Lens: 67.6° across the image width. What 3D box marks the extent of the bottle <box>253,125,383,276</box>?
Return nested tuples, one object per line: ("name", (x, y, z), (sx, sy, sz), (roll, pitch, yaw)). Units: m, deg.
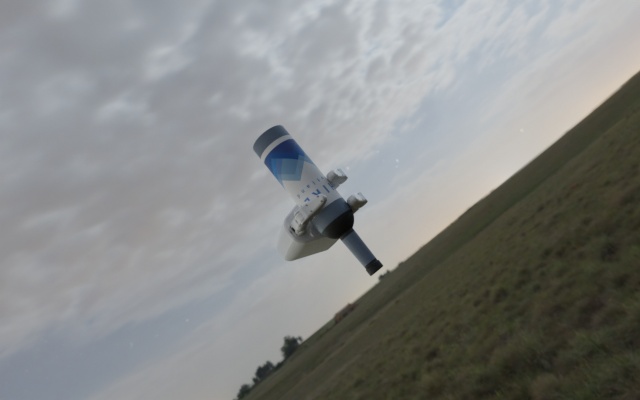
("bottle", (0.000, 0.002, 0.800), (0.069, 0.295, 0.069), (-37, -12, -10))
